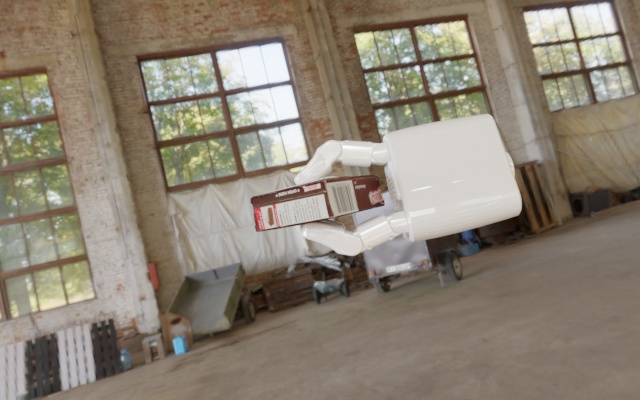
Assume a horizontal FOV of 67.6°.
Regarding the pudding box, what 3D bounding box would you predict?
[{"bbox_3d":[0.000,0.001,0.478,0.090,0.039,0.113,-13,-4,32],"label":"pudding box"}]
